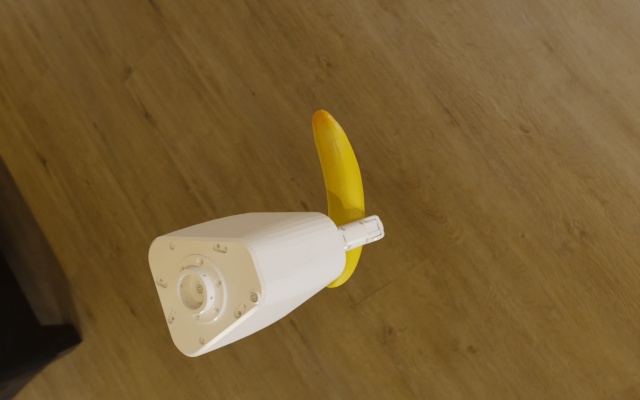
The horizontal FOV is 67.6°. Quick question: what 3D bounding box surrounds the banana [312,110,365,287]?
[{"bbox_3d":[0.015,0.007,0.490,0.069,0.198,0.037,9,12,35],"label":"banana"}]
